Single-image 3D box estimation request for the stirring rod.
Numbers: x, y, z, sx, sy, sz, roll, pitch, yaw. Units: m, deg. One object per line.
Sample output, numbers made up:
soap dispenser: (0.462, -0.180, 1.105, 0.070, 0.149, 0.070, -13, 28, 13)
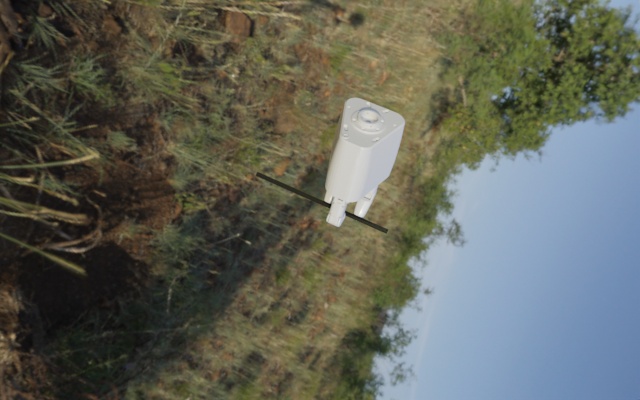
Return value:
stirring rod: (0.000, 0.003, 0.793, 0.239, 0.011, 0.011, 24, 4, 10)
